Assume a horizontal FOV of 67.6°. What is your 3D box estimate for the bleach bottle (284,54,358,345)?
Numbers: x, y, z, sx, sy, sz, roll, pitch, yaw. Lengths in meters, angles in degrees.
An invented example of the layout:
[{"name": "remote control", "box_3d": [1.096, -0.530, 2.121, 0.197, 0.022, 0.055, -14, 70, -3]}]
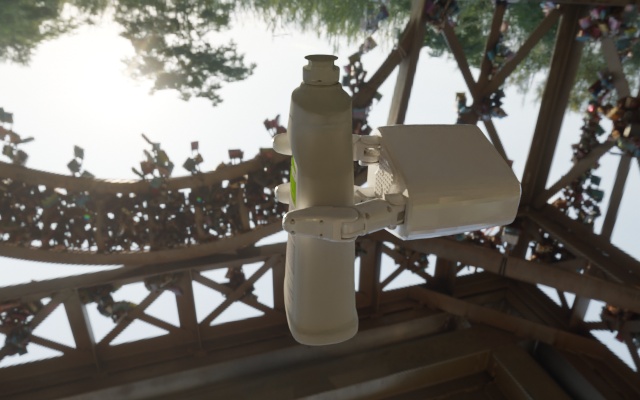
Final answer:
[{"name": "bleach bottle", "box_3d": [0.000, 0.001, 0.429, 0.068, 0.251, 0.102, -5, 28, -11]}]
